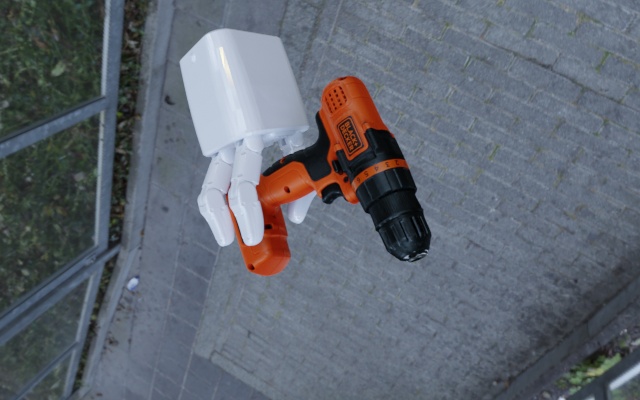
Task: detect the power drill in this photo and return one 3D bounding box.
[{"bbox_3d":[0.000,0.001,0.459,0.188,0.184,0.057,-33,-26,28],"label":"power drill"}]
